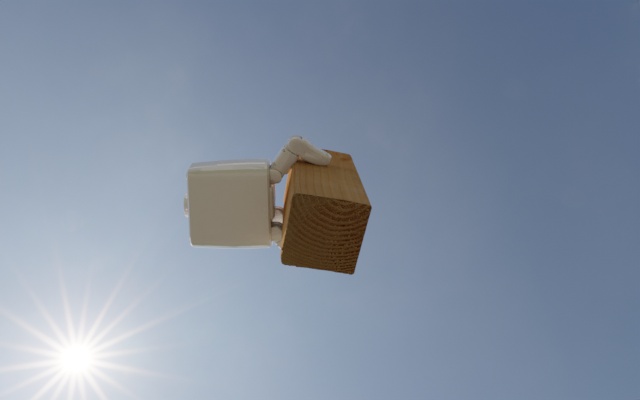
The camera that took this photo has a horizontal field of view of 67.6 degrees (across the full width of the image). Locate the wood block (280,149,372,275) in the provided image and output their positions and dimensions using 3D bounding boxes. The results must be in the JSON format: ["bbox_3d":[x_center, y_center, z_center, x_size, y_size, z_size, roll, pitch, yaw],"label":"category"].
[{"bbox_3d":[0.000,0.002,0.626,0.090,0.091,0.206,9,21,-7],"label":"wood block"}]
